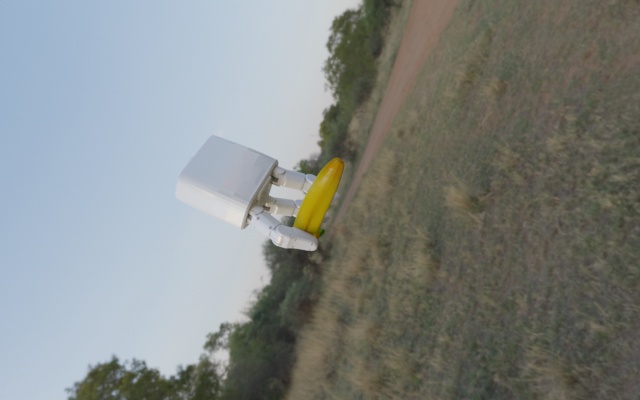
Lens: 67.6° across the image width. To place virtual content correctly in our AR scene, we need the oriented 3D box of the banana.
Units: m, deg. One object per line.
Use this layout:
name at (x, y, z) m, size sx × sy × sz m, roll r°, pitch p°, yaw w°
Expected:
banana at (-0.009, 0.017, 0.656) m, size 0.037 × 0.069 × 0.198 m, roll 28°, pitch -31°, yaw 7°
